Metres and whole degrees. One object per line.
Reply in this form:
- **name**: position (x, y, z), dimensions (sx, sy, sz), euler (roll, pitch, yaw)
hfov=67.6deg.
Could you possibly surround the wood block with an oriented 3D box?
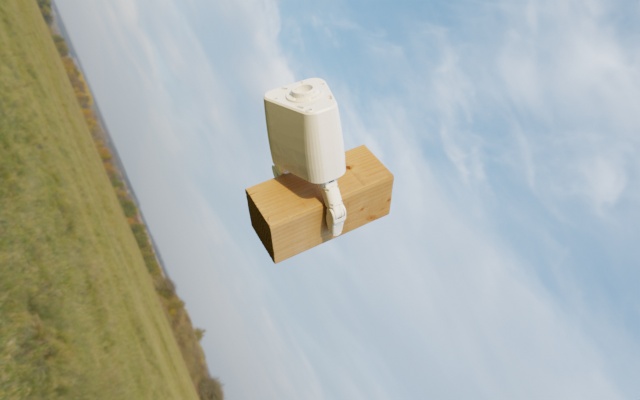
- **wood block**: position (0.000, 0.002, 0.738), dimensions (0.206, 0.090, 0.090), euler (-22, 50, -19)
